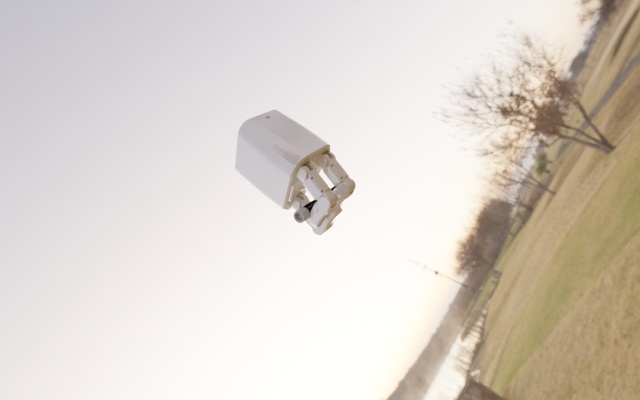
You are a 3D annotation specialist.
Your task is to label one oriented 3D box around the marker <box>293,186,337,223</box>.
[{"bbox_3d":[0.000,0.002,0.707,0.020,0.020,0.121,0,20,33],"label":"marker"}]
